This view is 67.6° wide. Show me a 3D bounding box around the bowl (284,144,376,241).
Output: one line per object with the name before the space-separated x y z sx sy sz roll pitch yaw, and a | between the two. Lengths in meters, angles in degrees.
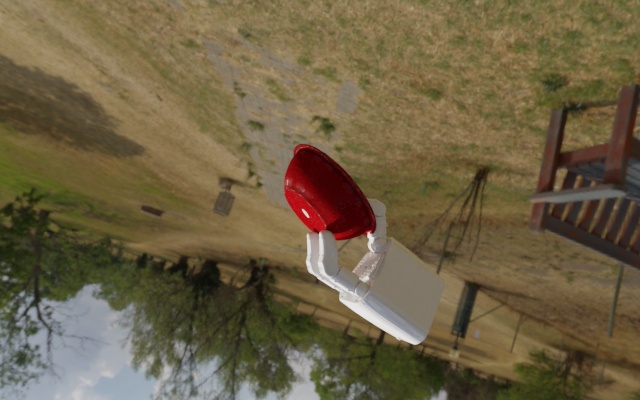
bowl | -0.001 0.001 0.657 0.055 0.162 0.162 -41 14 -17
